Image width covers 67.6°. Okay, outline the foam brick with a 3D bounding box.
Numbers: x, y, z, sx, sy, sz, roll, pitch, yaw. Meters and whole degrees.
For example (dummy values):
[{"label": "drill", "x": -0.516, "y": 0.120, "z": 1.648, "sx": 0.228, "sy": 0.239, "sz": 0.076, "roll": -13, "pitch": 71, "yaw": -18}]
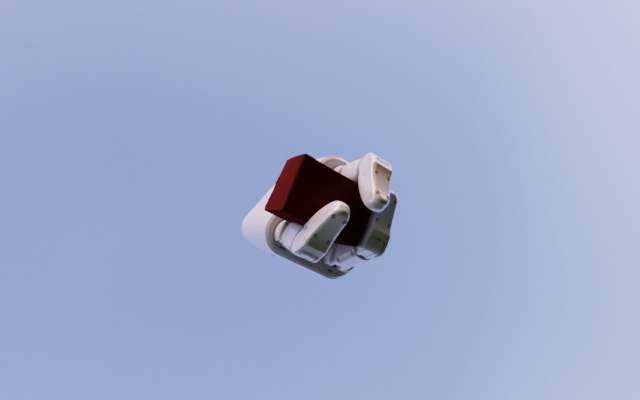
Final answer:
[{"label": "foam brick", "x": 0.000, "y": 0.001, "z": 0.416, "sx": 0.078, "sy": 0.053, "sz": 0.051, "roll": 28, "pitch": -10, "yaw": -21}]
